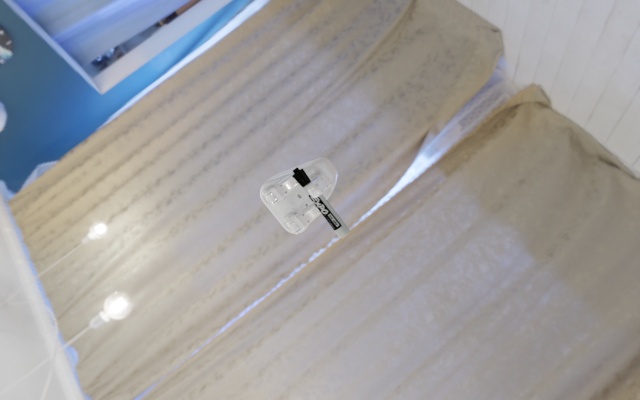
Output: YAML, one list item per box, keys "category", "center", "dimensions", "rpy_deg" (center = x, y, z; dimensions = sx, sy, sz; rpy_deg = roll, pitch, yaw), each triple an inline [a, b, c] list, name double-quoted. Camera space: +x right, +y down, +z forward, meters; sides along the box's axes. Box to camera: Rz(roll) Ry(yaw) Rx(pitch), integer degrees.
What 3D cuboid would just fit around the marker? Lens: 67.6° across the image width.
- category: "marker"
  center: [0.000, 0.002, 0.689]
  dimensions: [0.020, 0.121, 0.020]
  rpy_deg: [-37, 7, 5]
